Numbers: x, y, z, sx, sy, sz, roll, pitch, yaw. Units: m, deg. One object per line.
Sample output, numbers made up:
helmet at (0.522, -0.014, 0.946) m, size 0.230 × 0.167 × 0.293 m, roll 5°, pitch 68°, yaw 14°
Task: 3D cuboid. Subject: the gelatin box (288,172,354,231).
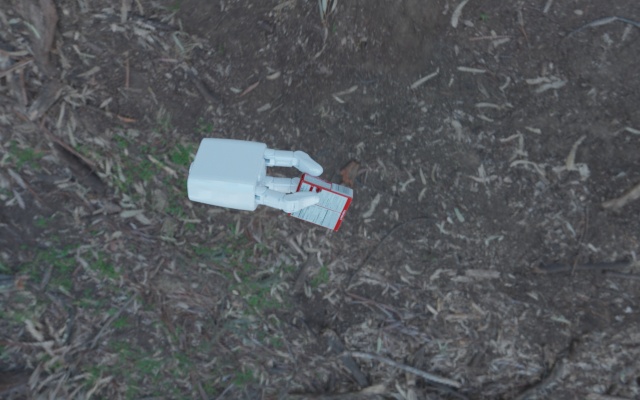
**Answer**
gelatin box at (0.000, 0.003, 0.780) m, size 0.089 × 0.073 × 0.030 m, roll 19°, pitch 33°, yaw -5°
